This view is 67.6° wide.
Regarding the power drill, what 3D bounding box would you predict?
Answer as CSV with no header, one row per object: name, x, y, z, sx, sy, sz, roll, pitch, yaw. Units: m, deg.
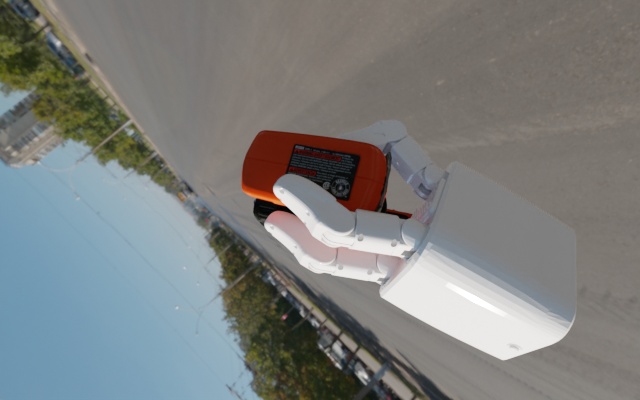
power drill,0.000,0.001,0.425,0.184,0.057,0.188,9,-13,17
